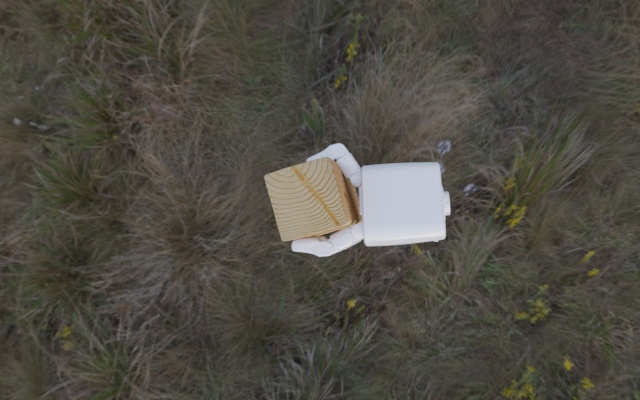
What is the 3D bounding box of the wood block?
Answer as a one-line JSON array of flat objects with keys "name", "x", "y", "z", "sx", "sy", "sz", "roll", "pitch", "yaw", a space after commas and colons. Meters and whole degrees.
[{"name": "wood block", "x": 0.000, "y": 0.002, "z": 0.698, "sx": 0.090, "sy": 0.091, "sz": 0.206, "roll": -16, "pitch": -6, "yaw": 10}]
